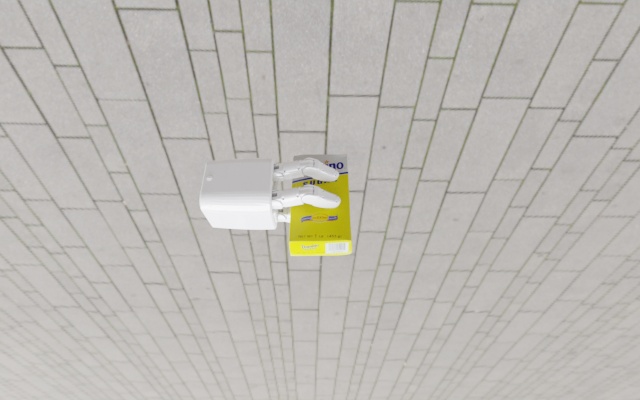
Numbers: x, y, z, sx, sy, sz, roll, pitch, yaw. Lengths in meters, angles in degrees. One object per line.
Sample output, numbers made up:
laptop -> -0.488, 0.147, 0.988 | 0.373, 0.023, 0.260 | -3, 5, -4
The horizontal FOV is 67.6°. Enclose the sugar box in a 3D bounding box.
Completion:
sugar box -> 0.000, 0.002, 0.750 | 0.093, 0.176, 0.048 | -1, -37, 0
